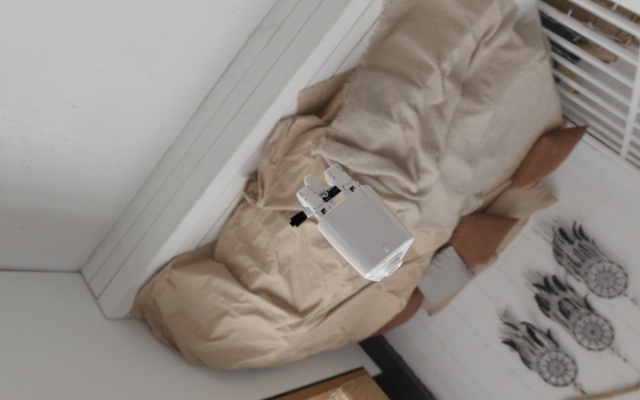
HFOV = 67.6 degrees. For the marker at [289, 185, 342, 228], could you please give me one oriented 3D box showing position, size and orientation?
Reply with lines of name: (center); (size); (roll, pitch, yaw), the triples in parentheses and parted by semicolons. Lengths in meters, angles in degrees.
marker: (0.000, 0.002, 0.766); (0.121, 0.020, 0.020); (-38, 8, -10)
